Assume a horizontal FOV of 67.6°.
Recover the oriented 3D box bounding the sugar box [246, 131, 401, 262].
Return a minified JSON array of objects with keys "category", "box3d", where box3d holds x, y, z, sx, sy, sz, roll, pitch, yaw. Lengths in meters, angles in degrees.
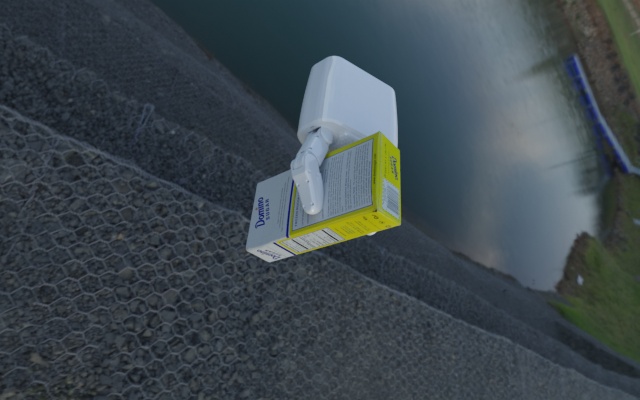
[{"category":"sugar box","box3d":[0.001,0.002,0.513,0.176,0.093,0.048,-21,-40,37]}]
